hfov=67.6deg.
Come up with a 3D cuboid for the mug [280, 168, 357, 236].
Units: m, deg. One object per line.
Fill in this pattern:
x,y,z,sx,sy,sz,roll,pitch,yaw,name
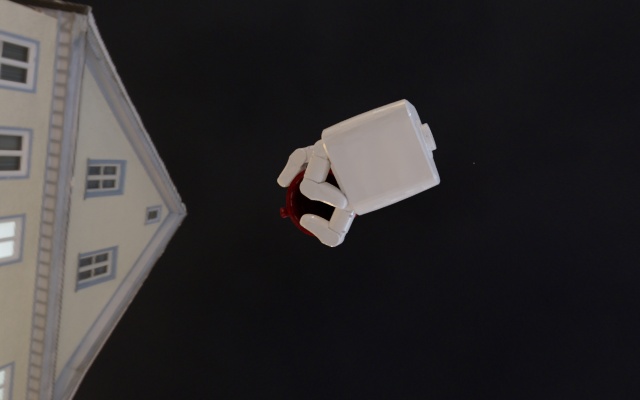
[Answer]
-0.001,0.003,0.668,0.117,0.093,0.081,-20,-2,20,mug
